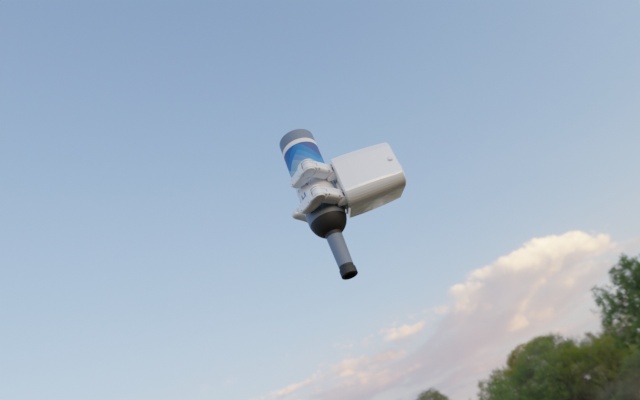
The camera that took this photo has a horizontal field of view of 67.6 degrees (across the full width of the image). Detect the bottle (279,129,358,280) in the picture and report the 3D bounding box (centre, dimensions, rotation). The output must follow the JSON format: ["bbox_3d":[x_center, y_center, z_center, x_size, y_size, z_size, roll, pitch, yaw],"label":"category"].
[{"bbox_3d":[0.000,0.003,0.825,0.069,0.295,0.069,-15,-33,-10],"label":"bottle"}]
